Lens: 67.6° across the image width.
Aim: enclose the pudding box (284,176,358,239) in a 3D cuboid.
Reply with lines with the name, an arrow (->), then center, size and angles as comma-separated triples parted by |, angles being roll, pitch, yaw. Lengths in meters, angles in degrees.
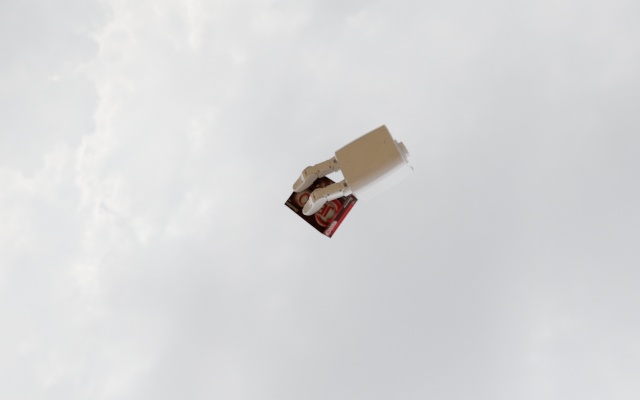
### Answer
pudding box -> 0.000, 0.003, 0.881 | 0.113, 0.090, 0.039 | 35, -1, 36
